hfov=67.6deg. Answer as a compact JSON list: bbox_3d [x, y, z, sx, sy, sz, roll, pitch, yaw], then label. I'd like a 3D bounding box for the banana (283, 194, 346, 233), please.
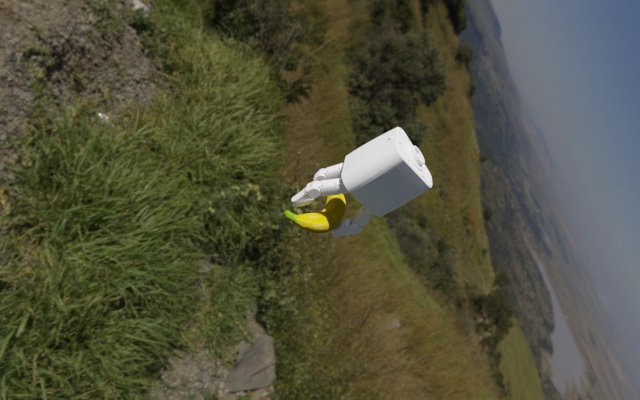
[{"bbox_3d":[0.009,0.019,0.854,0.037,0.069,0.197,-37,-5,28],"label":"banana"}]
